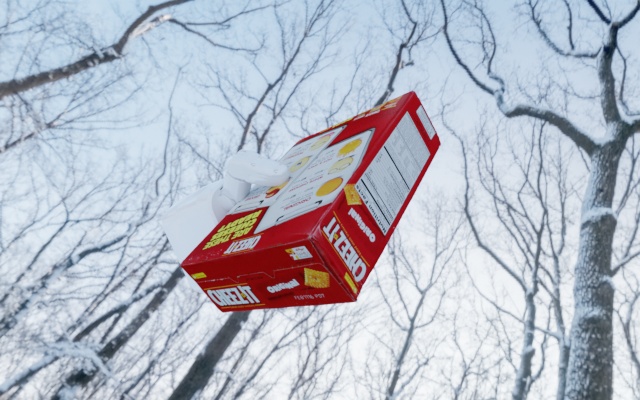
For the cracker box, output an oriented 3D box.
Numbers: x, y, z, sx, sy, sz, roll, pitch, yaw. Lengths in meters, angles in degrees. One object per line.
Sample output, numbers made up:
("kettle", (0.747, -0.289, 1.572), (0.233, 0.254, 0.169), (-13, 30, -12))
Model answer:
("cracker box", (0.000, 0.001, 0.439), (0.164, 0.072, 0.213), (-16, 27, 42))
